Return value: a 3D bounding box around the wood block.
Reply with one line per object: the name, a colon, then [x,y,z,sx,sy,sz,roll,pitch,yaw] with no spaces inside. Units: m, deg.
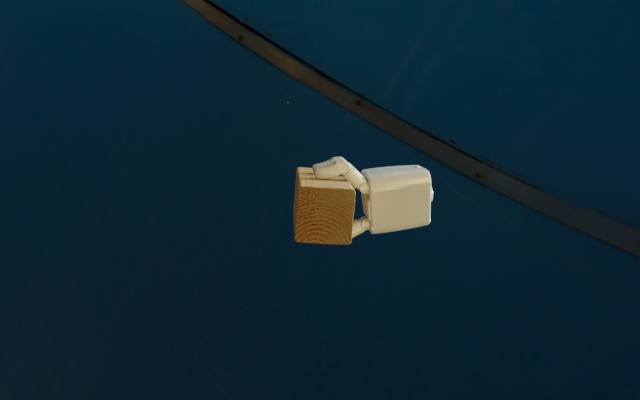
wood block: [0.000,0.003,0.831,0.090,0.091,0.206,3,11,-4]
